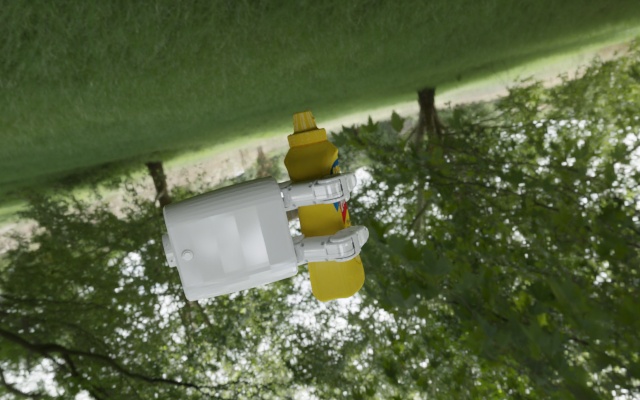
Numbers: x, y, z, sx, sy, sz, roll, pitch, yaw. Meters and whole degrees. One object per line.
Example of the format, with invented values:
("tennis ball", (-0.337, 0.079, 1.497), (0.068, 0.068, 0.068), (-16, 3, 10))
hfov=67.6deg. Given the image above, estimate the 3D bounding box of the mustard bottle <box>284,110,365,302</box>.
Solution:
("mustard bottle", (0.000, 0.002, 0.505), (0.058, 0.191, 0.096), (-11, 8, 11))
